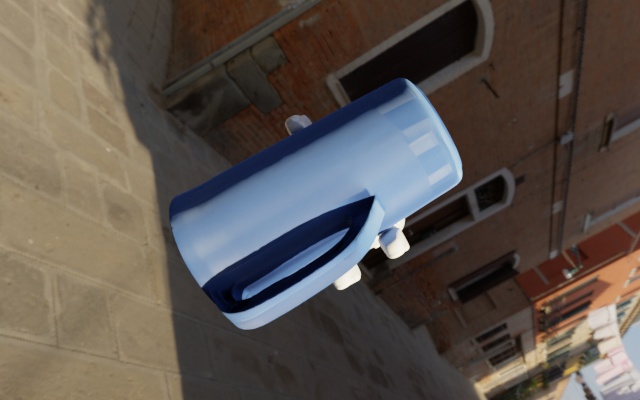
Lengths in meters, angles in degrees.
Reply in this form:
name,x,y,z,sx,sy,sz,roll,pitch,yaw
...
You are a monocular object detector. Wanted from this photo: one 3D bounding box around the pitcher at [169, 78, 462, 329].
name,x,y,z,sx,sy,sz,roll,pitch,yaw
pitcher,0.000,0.001,0.428,0.243,0.149,0.145,-30,-13,8
